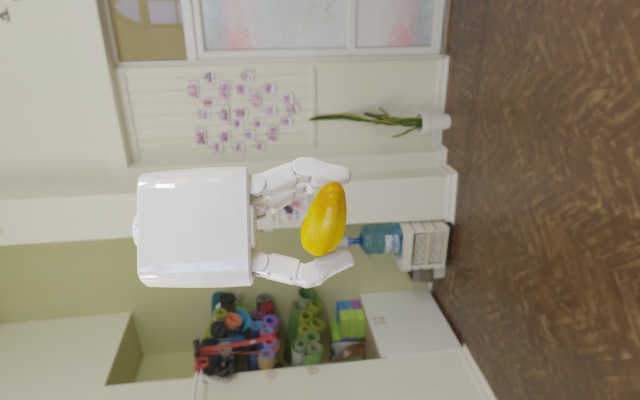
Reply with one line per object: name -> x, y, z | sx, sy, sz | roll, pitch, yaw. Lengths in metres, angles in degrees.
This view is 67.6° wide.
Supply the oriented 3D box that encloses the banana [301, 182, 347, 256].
banana -> 0.000, 0.020, 0.461 | 0.037, 0.069, 0.198 | 0, 0, -3
